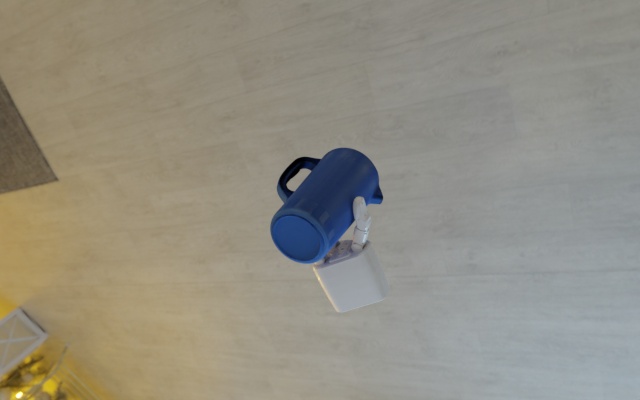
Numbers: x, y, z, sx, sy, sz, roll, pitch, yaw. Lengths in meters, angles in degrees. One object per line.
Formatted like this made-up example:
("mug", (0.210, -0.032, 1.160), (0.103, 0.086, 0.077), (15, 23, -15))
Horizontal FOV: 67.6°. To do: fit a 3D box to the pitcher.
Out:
("pitcher", (0.000, 0.003, 0.873), (0.149, 0.145, 0.242), (-13, 20, 32))
